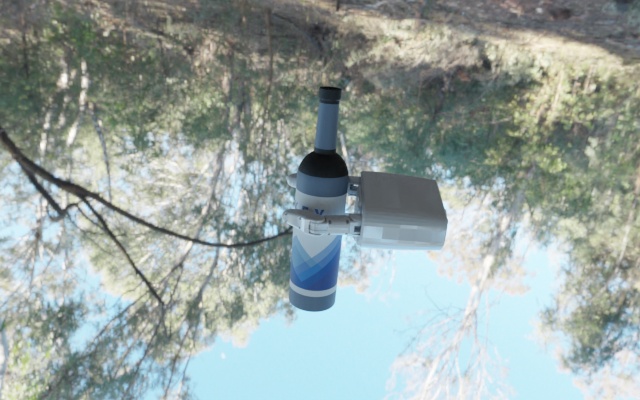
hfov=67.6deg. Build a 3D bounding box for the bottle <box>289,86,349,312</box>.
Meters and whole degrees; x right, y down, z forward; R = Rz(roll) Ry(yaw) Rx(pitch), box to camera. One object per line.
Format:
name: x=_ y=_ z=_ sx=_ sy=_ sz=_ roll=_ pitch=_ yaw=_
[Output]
bottle: x=0.000 y=0.002 z=0.626 sx=0.069 sy=0.296 sz=0.069 roll=4 pitch=20 yaw=-2
